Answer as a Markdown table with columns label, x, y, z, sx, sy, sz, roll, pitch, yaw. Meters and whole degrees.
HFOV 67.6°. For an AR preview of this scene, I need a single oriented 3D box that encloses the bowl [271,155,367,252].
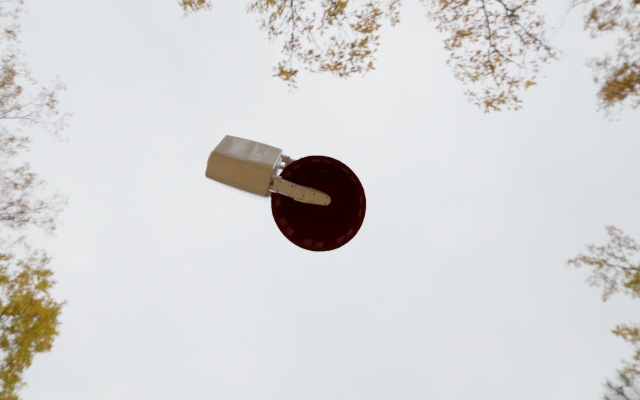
| label | x | y | z | sx | sy | sz | roll | pitch | yaw |
| --- | --- | --- | --- | --- | --- | --- | --- | --- | --- |
| bowl | 0.001 | 0.003 | 0.808 | 0.162 | 0.162 | 0.055 | 0 | 8 | 11 |
